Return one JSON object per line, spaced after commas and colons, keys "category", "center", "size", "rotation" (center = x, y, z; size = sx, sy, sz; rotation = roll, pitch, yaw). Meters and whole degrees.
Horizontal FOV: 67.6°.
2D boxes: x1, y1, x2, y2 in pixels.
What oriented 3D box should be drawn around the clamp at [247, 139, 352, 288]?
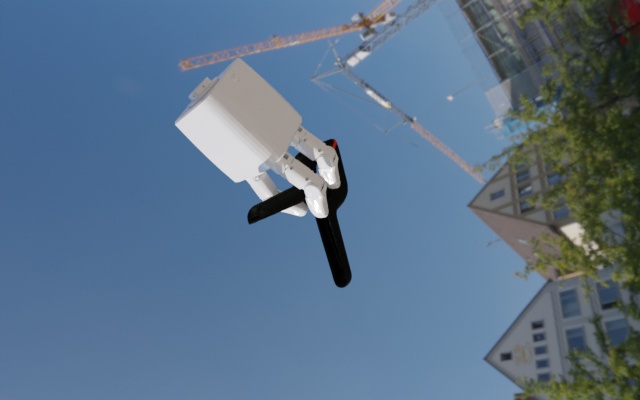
{"category": "clamp", "center": [0.000, 0.002, 0.636], "size": [0.036, 0.209, 0.165], "rotation": [-26, -61, 38]}
